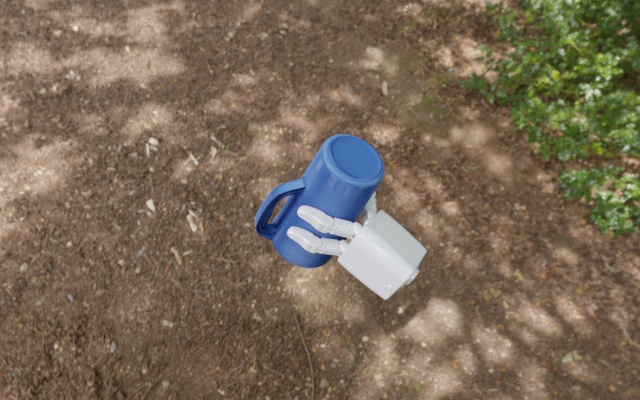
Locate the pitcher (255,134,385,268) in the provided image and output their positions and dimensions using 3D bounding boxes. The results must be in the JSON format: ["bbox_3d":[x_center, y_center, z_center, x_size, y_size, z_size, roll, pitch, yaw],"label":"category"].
[{"bbox_3d":[0.000,0.003,0.819,0.149,0.145,0.243,-41,-12,-42],"label":"pitcher"}]
